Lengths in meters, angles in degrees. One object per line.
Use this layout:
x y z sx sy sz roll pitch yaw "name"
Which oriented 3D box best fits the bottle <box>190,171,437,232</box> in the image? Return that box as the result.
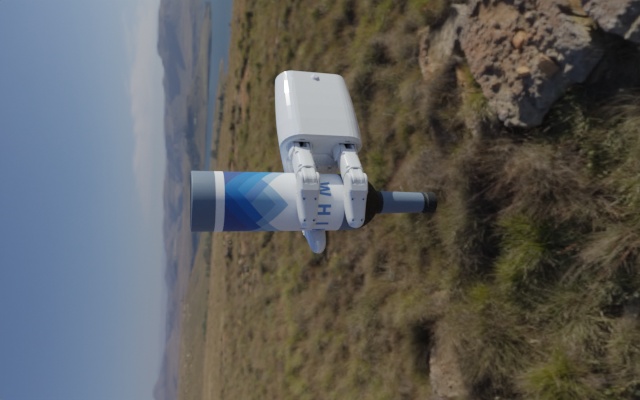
0.000 0.002 0.561 0.296 0.069 0.069 0 0 -17 "bottle"
